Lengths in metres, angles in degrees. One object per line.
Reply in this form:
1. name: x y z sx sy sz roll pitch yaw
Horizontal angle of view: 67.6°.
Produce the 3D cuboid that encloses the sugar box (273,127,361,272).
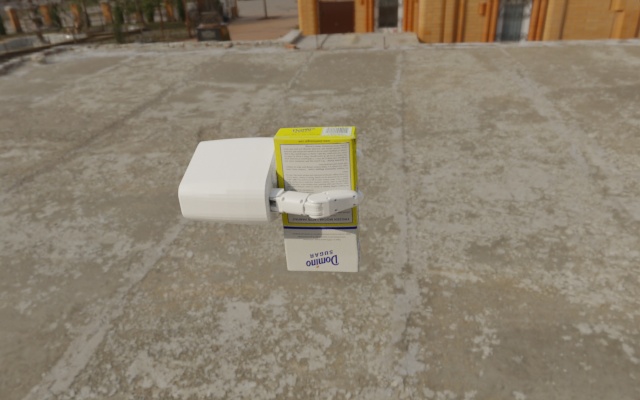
1. sugar box: 0.000 0.002 0.577 0.093 0.176 0.048 1 27 8
